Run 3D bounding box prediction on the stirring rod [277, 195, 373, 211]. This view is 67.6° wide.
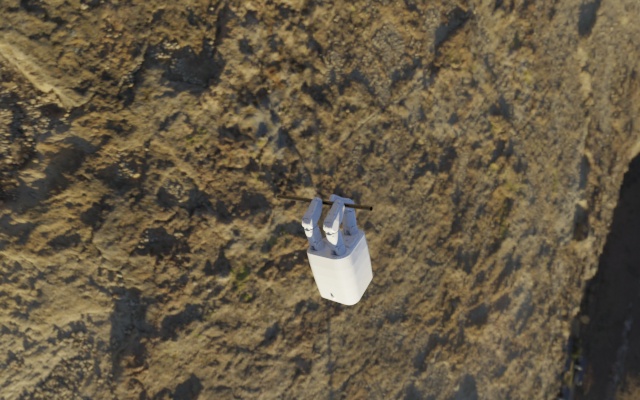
[{"bbox_3d":[0.000,0.003,0.898,0.239,0.011,0.011,7,5,43],"label":"stirring rod"}]
